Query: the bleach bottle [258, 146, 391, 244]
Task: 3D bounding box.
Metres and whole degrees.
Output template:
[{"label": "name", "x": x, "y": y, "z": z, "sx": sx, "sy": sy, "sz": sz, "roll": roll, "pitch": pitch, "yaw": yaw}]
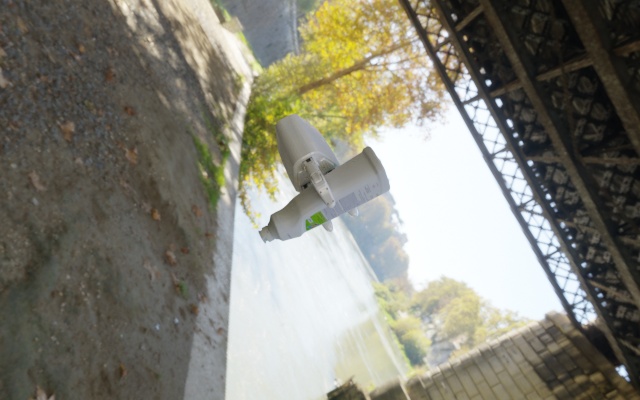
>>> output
[{"label": "bleach bottle", "x": 0.000, "y": 0.003, "z": 0.862, "sx": 0.251, "sy": 0.068, "sz": 0.103, "roll": -29, "pitch": -30, "yaw": 2}]
